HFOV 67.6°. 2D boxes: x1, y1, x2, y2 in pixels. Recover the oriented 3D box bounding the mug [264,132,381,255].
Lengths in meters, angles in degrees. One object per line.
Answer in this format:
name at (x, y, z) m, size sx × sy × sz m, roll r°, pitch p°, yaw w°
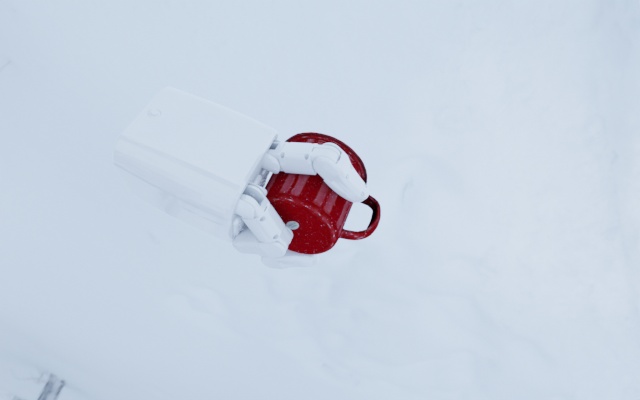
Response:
mug at (0.001, 0.002, 0.452) m, size 0.117 × 0.081 × 0.093 m, roll 24°, pitch -38°, yaw 1°
